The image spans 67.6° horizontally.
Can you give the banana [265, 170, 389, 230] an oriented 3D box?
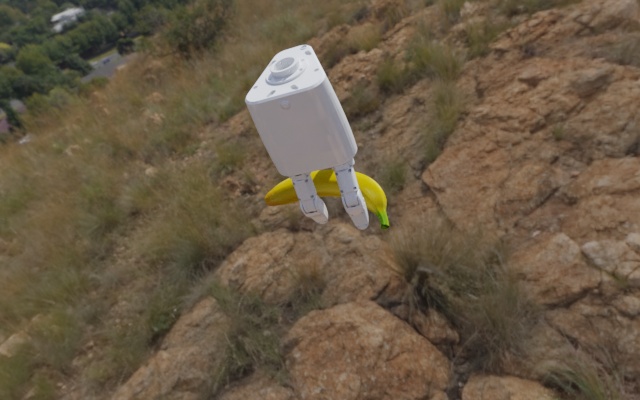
[{"bbox_3d":[0.011,-0.012,0.652,0.198,0.069,0.037,10,-31,33],"label":"banana"}]
